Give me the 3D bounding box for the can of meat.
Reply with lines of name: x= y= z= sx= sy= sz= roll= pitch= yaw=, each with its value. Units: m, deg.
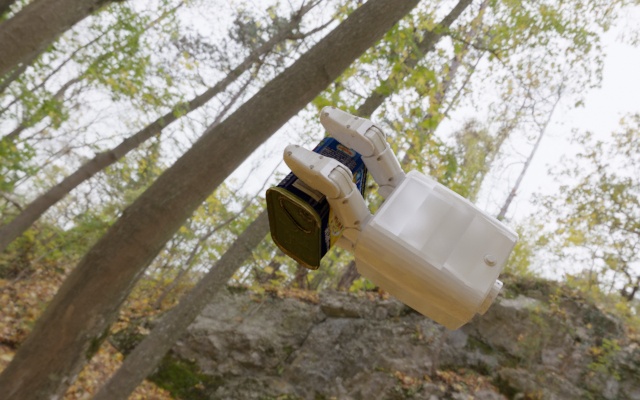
can of meat: x=0.000 y=0.001 z=0.439 sx=0.057 sy=0.084 sz=0.102 roll=31 pitch=-30 yaw=20
